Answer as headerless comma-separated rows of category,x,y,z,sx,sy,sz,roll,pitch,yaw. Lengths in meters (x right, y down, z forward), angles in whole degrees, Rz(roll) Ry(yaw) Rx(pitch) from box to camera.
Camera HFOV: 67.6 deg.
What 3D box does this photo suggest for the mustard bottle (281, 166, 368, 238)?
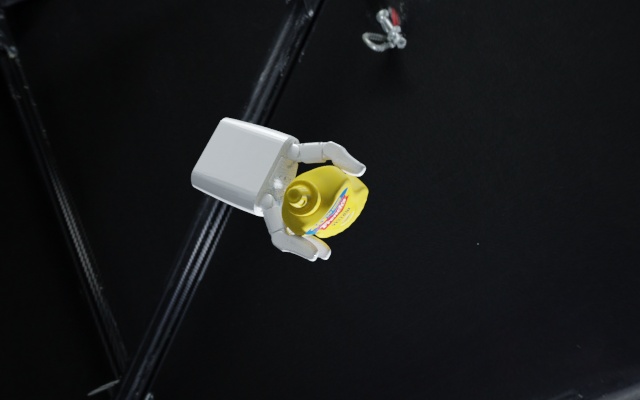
mustard bottle,0.000,0.002,0.601,0.058,0.096,0.191,46,9,16
